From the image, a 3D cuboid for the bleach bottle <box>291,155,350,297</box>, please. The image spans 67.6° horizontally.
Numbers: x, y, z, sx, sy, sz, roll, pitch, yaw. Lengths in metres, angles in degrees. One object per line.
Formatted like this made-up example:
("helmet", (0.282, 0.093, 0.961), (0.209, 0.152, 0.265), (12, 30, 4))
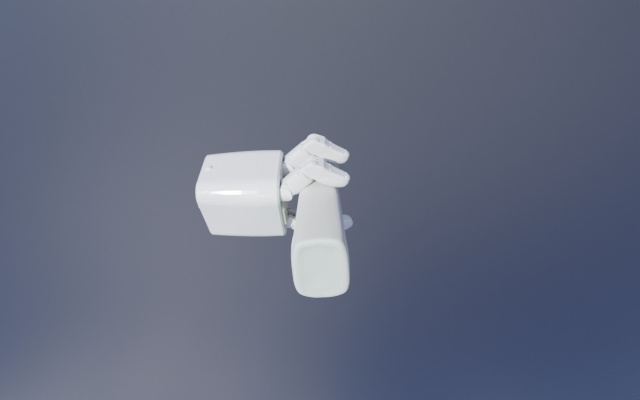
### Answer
("bleach bottle", (0.000, 0.002, 0.647), (0.068, 0.103, 0.250), (-3, 39, 2))
